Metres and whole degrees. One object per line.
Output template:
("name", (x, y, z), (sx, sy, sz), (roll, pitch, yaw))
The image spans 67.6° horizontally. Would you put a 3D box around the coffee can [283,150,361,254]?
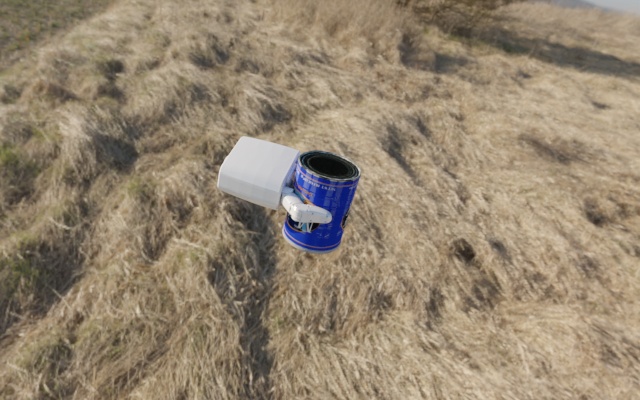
("coffee can", (0.000, 0.003, 0.789), (0.103, 0.140, 0.102), (11, 28, -6))
